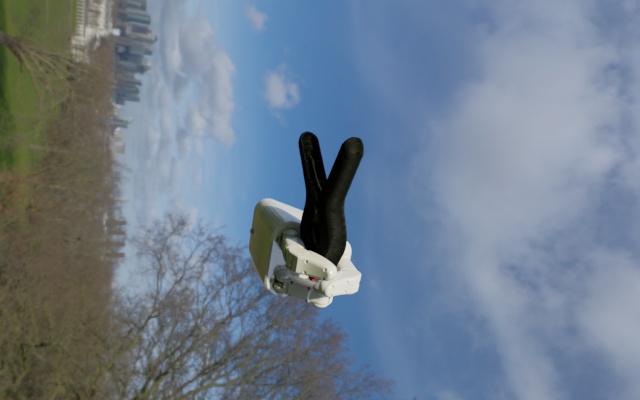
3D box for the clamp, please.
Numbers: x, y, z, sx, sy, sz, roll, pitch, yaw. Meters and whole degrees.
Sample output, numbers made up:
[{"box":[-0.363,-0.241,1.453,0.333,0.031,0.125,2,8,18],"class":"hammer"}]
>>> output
[{"box":[0.001,0.002,0.541,0.039,0.171,0.120,3,18,-23],"class":"clamp"}]
